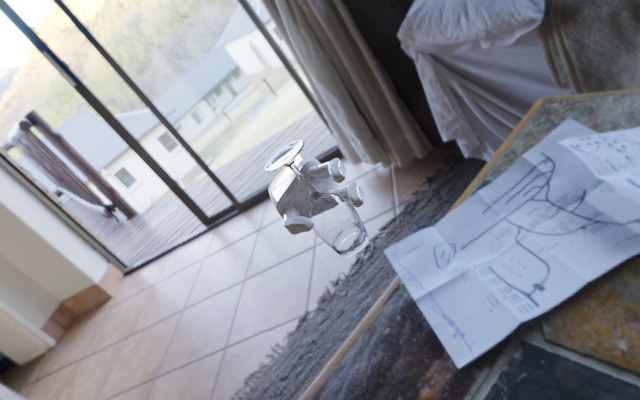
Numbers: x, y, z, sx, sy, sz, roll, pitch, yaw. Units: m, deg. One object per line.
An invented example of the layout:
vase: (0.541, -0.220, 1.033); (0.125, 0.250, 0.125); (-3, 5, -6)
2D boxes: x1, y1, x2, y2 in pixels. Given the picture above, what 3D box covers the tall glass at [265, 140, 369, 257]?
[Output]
tall glass: (0.000, 0.002, 0.772); (0.079, 0.201, 0.079); (-30, 25, 16)
